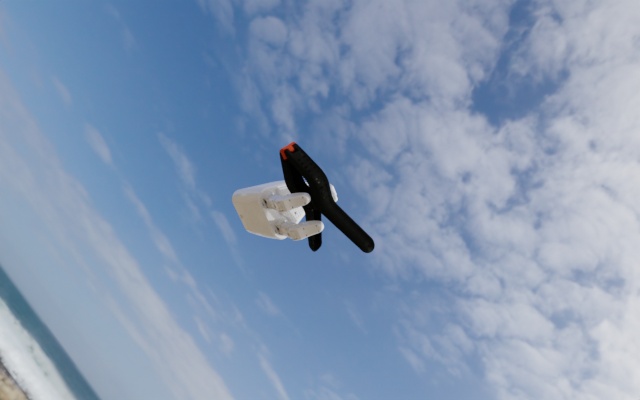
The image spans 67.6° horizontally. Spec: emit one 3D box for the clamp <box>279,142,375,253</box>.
[{"bbox_3d":[0.000,0.002,0.781,0.036,0.210,0.164,-37,24,-32],"label":"clamp"}]
